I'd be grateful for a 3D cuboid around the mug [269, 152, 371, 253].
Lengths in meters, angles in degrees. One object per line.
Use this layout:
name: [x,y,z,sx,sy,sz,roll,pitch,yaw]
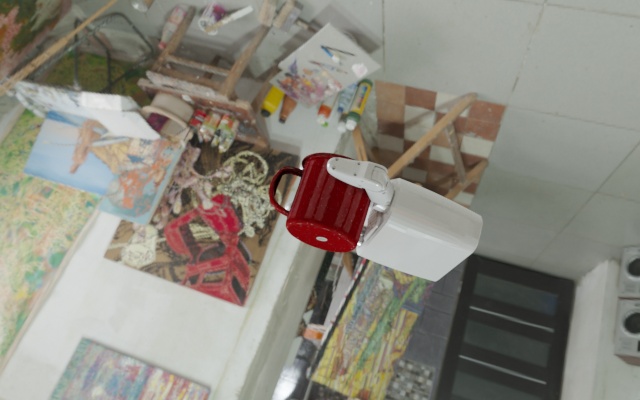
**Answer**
mug: [-0.001,0.001,0.525,0.117,0.081,0.093,20,-21,-5]
